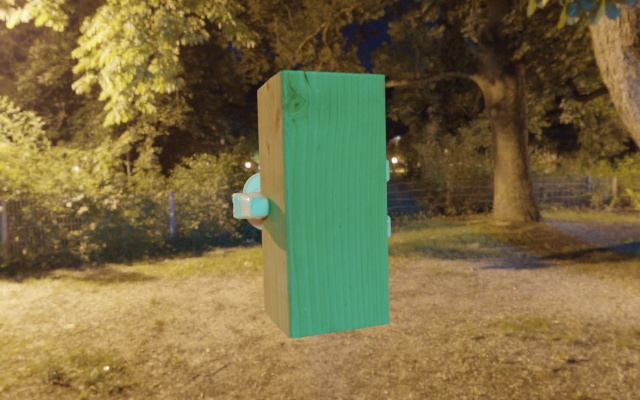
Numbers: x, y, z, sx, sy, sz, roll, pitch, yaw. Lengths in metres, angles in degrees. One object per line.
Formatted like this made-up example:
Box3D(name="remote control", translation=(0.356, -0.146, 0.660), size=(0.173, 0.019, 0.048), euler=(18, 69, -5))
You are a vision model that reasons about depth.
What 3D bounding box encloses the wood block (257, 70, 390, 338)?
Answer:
Box3D(name="wood block", translation=(0.000, 0.001, 0.417), size=(0.091, 0.206, 0.090), euler=(-3, 3, -20))
